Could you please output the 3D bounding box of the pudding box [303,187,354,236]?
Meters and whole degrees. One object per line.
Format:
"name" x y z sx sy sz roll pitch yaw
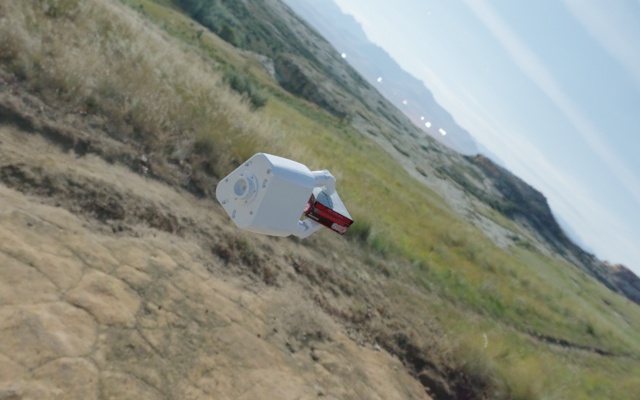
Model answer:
"pudding box" 0.000 0.003 0.838 0.090 0.039 0.113 30 20 -31
